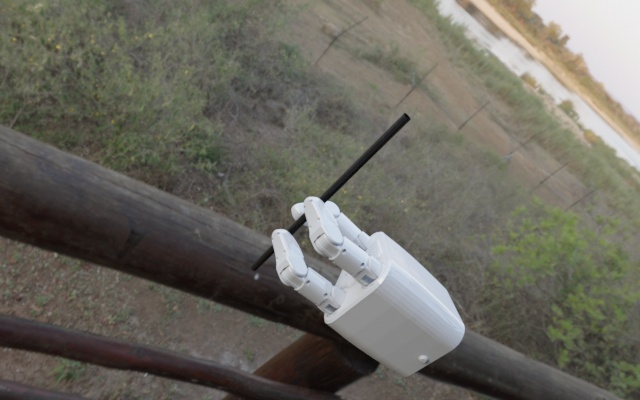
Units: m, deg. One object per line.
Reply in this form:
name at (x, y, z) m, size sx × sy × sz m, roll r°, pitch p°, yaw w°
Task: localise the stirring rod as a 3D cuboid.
stirring rod at (0.000, 0.002, 0.467) m, size 0.011 × 0.011 × 0.240 m, roll 0°, pitch -37°, yaw -51°
